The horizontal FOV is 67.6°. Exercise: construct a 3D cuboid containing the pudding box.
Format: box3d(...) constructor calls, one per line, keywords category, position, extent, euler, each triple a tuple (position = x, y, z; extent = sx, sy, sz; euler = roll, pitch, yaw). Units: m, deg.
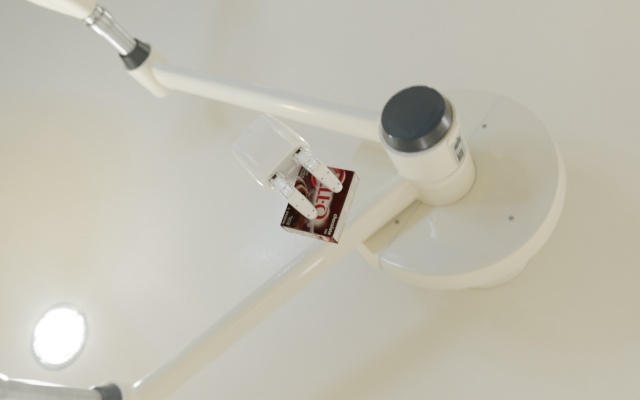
box3d(category="pudding box", position=(0.000, 0.002, 0.736), extent=(0.090, 0.113, 0.039), euler=(11, -16, 25))
